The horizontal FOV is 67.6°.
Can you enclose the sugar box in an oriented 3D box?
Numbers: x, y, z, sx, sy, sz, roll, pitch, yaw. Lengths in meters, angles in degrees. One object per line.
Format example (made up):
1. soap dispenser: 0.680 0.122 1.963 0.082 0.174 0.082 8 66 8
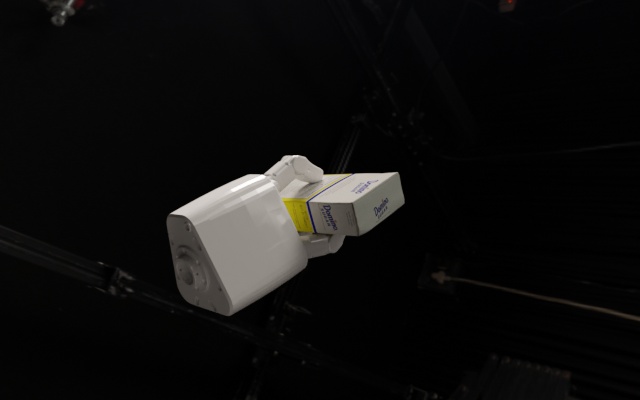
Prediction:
1. sugar box: 0.000 0.002 0.569 0.176 0.048 0.093 4 26 42
